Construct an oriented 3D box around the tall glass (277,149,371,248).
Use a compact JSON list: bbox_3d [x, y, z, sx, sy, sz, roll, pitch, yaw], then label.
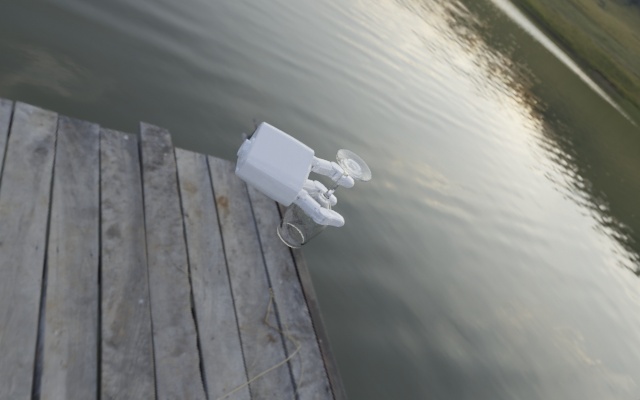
[{"bbox_3d":[0.001,0.002,0.861,0.079,0.079,0.201,0,-40,-48],"label":"tall glass"}]
